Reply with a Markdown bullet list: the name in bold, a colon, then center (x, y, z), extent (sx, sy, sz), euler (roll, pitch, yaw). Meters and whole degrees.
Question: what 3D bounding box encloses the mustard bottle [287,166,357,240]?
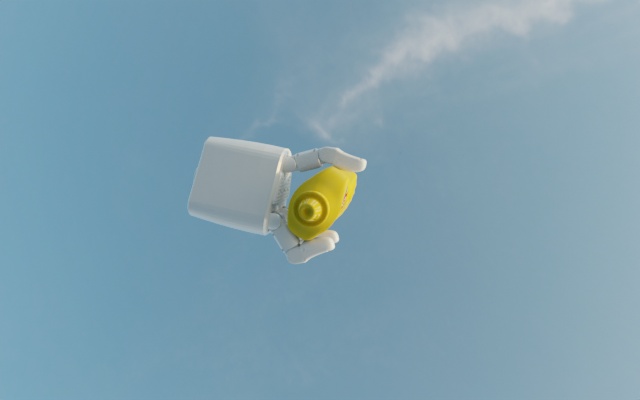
- **mustard bottle**: center (0.000, 0.002, 0.602), extent (0.058, 0.096, 0.191), euler (37, 10, 4)
